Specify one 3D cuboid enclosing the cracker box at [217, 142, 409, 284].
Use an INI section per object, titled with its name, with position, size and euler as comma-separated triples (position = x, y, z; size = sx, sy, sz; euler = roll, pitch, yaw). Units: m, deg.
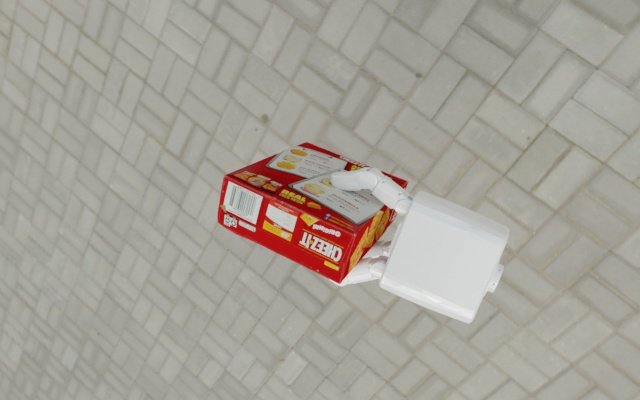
[cracker box]
position = 0.000, 0.002, 0.599
size = 0.164, 0.072, 0.213
euler = 23, 24, 17
